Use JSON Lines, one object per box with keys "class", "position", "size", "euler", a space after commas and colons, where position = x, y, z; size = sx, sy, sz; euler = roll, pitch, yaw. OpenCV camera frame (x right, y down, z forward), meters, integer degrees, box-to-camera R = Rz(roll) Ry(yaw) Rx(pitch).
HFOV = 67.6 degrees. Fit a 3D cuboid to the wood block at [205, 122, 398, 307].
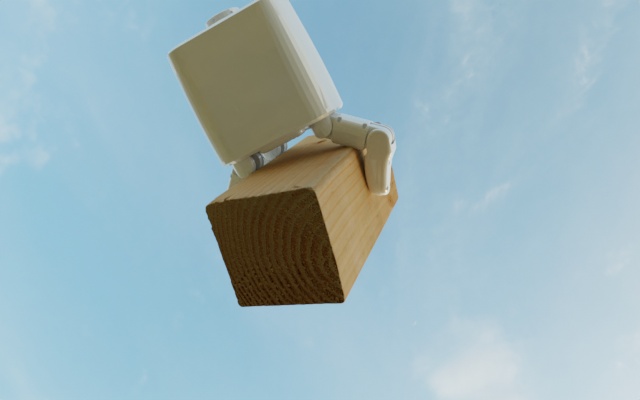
{"class": "wood block", "position": [0.000, 0.001, 0.428], "size": [0.091, 0.090, 0.206], "euler": [-8, 18, 23]}
